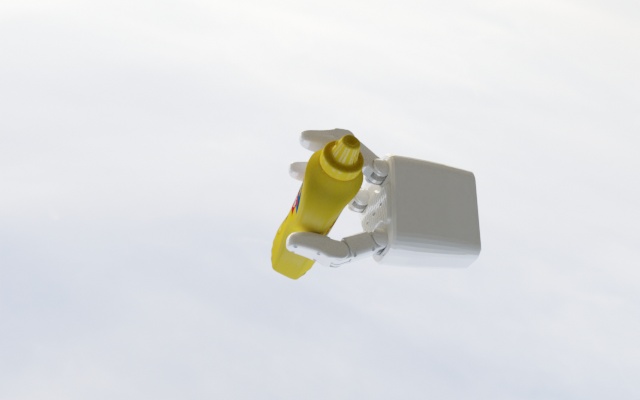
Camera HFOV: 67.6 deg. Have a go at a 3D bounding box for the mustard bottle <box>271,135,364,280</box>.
[{"bbox_3d":[0.000,0.002,0.501,0.058,0.096,0.192,27,-40,-1],"label":"mustard bottle"}]
